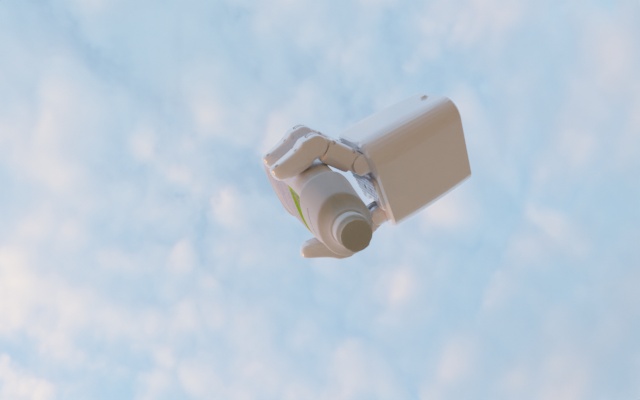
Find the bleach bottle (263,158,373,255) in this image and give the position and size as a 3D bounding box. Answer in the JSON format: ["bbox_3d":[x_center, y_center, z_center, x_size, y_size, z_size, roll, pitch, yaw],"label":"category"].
[{"bbox_3d":[0.000,0.002,0.508,0.068,0.103,0.250,-31,22,-6],"label":"bleach bottle"}]
